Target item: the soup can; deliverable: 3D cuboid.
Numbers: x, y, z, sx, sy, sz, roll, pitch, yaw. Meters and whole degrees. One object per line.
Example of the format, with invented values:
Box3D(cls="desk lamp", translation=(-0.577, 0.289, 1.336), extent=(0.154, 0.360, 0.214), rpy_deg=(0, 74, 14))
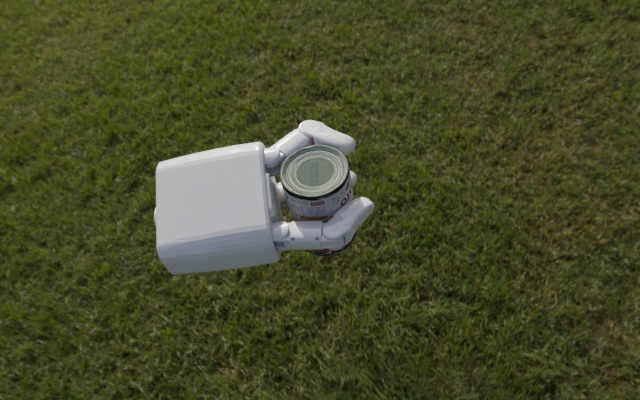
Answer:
Box3D(cls="soup can", translation=(0.001, 0.001, 0.482), extent=(0.068, 0.068, 0.102), rpy_deg=(0, -37, 9))
